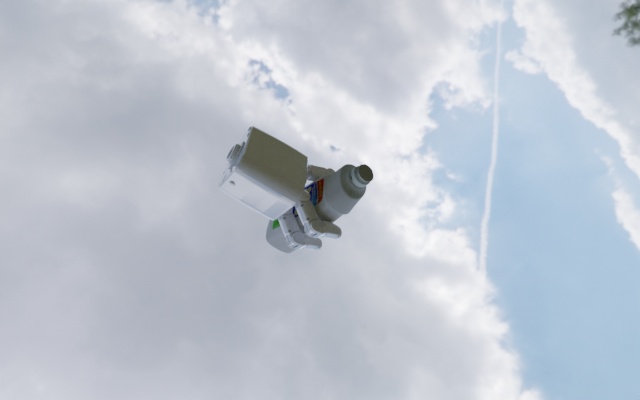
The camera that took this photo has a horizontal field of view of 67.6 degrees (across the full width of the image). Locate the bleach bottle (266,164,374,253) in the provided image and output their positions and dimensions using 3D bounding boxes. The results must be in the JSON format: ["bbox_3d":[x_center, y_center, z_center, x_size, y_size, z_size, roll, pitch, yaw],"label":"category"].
[{"bbox_3d":[0.000,0.003,0.780,0.068,0.102,0.251,31,-38,-19],"label":"bleach bottle"}]
